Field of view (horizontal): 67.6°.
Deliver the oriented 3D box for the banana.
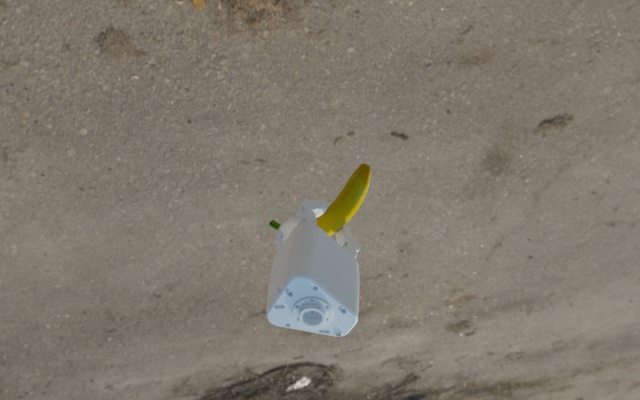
[{"bbox_3d":[0.007,0.020,0.742,0.198,0.069,0.037,-31,3,21],"label":"banana"}]
